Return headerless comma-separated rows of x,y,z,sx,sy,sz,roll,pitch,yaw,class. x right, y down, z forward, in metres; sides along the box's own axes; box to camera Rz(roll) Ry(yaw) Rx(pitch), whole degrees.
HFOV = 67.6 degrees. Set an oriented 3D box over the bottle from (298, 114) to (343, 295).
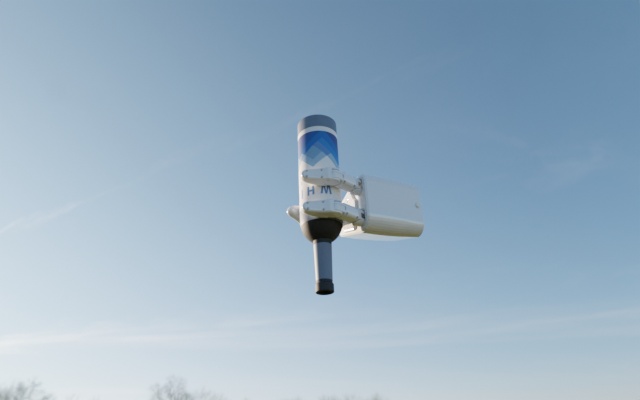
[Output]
0.000,0.002,0.755,0.069,0.295,0.069,-2,-27,-1,bottle
